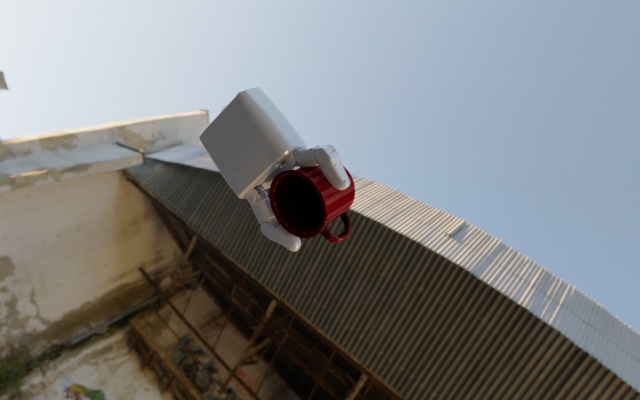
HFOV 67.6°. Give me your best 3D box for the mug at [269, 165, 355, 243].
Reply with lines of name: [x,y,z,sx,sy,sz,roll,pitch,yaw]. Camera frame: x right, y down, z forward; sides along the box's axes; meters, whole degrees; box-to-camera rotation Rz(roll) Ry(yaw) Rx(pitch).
mug: [0.001,0.003,0.634,0.081,0.117,0.093,-30,-9,-48]
